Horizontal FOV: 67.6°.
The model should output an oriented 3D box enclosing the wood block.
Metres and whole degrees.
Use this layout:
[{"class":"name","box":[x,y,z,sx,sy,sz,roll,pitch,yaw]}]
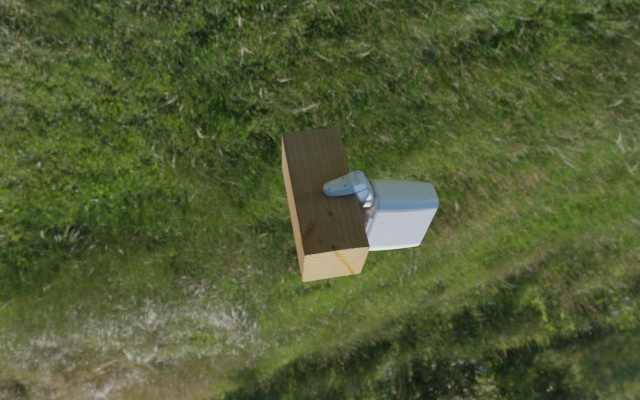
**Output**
[{"class":"wood block","box":[0.001,0.002,0.709,0.090,0.206,0.091,-7,-31,-10]}]
